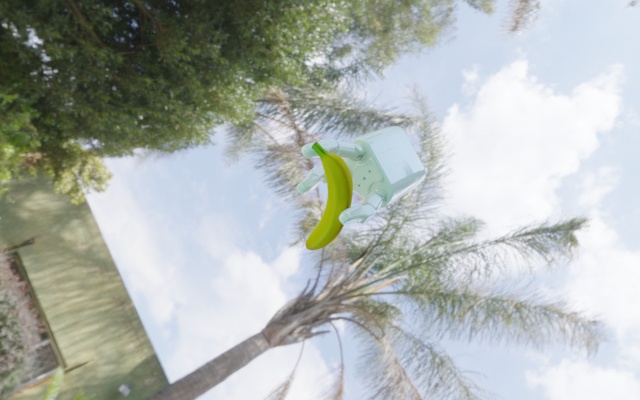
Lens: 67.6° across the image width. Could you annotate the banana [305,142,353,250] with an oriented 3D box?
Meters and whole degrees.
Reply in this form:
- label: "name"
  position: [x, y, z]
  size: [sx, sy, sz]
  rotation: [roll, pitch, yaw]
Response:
- label: "banana"
  position: [0.015, 0.007, 0.729]
  size: [0.069, 0.198, 0.037]
  rotation: [28, 39, 30]
